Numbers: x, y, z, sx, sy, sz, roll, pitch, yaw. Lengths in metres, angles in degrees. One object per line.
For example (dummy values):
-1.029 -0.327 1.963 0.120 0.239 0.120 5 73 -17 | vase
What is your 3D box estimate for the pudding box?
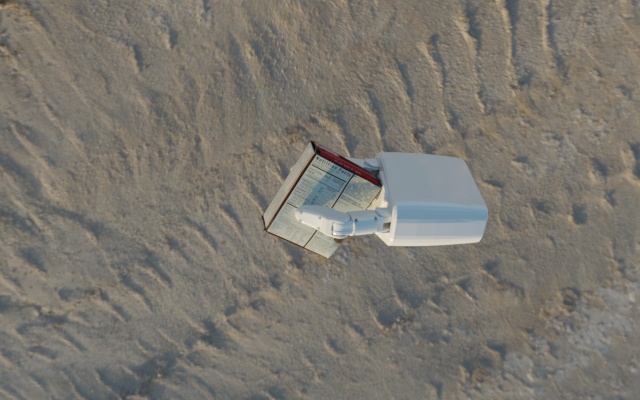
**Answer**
0.000 0.002 0.534 0.090 0.113 0.039 27 20 -21 | pudding box
